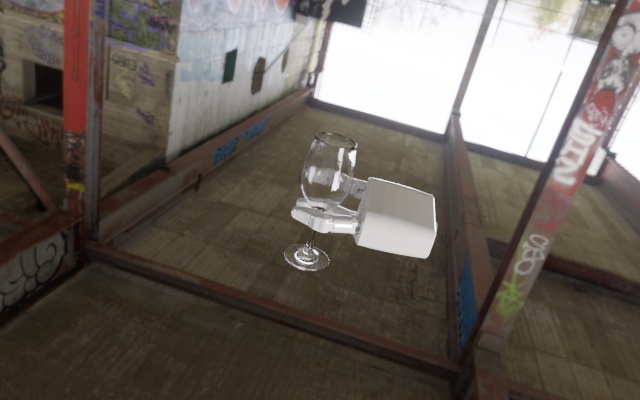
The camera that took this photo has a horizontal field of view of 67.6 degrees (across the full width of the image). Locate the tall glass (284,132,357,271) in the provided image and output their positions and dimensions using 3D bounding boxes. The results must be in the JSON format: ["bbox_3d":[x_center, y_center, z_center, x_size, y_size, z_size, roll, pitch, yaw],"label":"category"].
[{"bbox_3d":[0.000,0.003,0.716,0.079,0.201,0.079,11,24,-5],"label":"tall glass"}]
